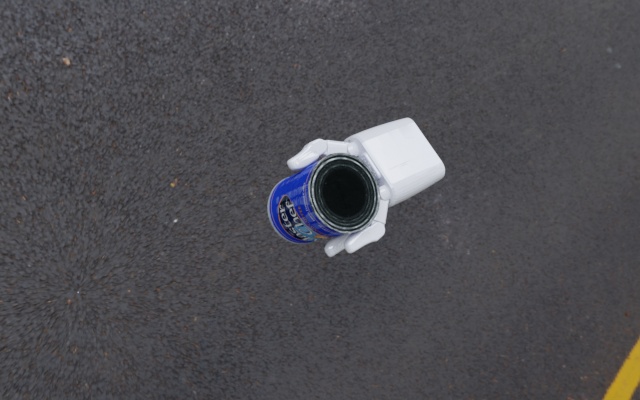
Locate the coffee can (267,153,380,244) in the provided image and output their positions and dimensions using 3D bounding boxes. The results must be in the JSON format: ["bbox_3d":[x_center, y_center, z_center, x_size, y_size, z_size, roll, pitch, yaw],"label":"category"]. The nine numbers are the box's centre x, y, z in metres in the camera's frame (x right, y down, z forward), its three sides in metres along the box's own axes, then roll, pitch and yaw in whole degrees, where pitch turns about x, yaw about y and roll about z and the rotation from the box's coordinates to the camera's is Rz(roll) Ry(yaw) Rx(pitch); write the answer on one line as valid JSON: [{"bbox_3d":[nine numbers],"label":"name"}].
[{"bbox_3d":[0.000,0.002,0.649,0.103,0.103,0.140,0,-10,-27],"label":"coffee can"}]
